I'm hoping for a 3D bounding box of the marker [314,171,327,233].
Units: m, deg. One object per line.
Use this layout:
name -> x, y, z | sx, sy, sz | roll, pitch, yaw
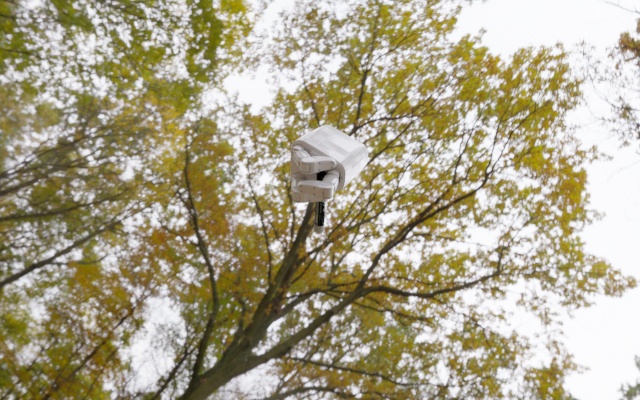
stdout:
marker -> 0.000, 0.003, 0.841 | 0.020, 0.121, 0.020 | 2, 30, -1
